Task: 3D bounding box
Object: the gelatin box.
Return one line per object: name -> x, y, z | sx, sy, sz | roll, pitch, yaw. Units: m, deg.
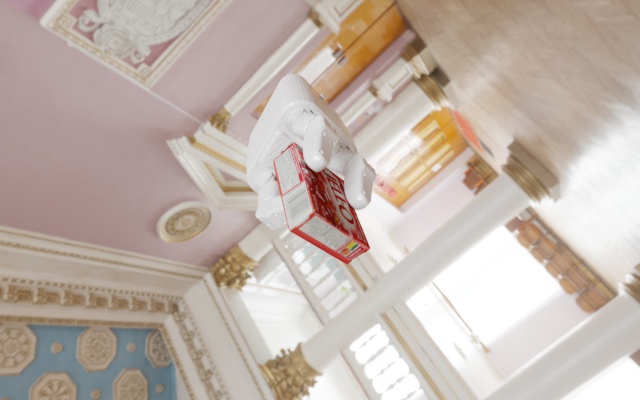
gelatin box -> 0.000, 0.002, 0.405 | 0.030, 0.089, 0.073 | -38, -48, 20
